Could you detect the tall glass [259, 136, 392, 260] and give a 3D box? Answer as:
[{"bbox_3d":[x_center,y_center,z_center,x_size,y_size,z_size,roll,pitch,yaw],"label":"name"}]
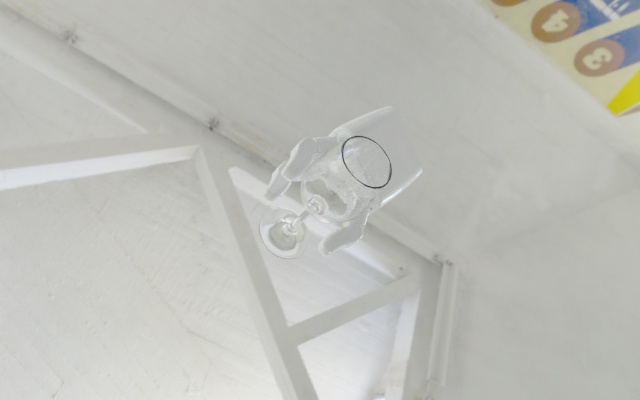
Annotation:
[{"bbox_3d":[0.000,0.002,0.561,0.079,0.079,0.201,0,-25,-32],"label":"tall glass"}]
